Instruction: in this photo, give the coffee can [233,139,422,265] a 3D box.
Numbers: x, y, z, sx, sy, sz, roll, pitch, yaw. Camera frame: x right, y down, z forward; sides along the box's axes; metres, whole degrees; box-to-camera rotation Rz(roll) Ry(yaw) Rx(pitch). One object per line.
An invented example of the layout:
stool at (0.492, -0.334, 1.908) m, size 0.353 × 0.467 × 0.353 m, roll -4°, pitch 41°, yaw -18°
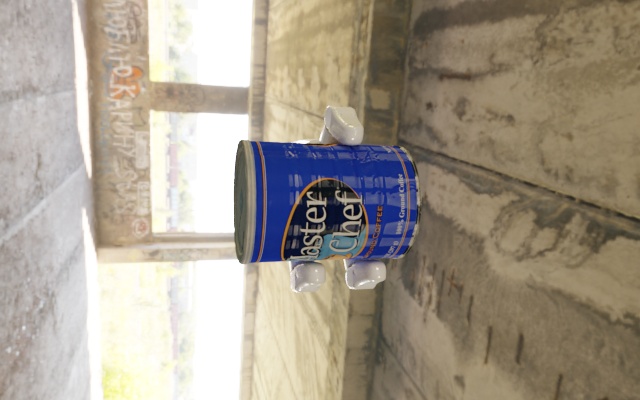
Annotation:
coffee can at (0.000, 0.001, 0.411) m, size 0.140 × 0.103 × 0.103 m, roll 0°, pitch 0°, yaw -16°
